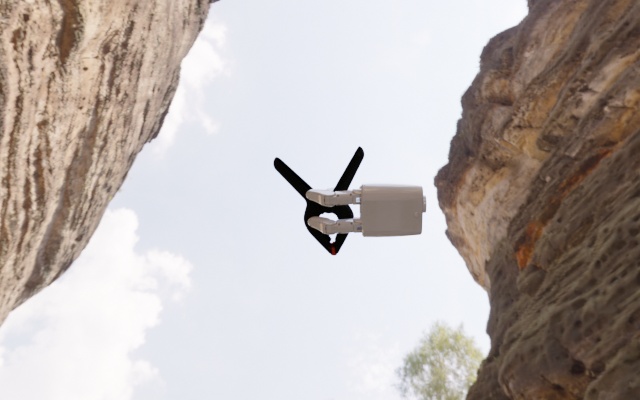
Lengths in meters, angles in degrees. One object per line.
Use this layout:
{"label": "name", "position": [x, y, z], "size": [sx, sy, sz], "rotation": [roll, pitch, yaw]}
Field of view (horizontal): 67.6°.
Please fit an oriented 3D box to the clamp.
{"label": "clamp", "position": [0.001, 0.003, 0.882], "size": [0.164, 0.210, 0.036], "rotation": [0, 22, 9]}
